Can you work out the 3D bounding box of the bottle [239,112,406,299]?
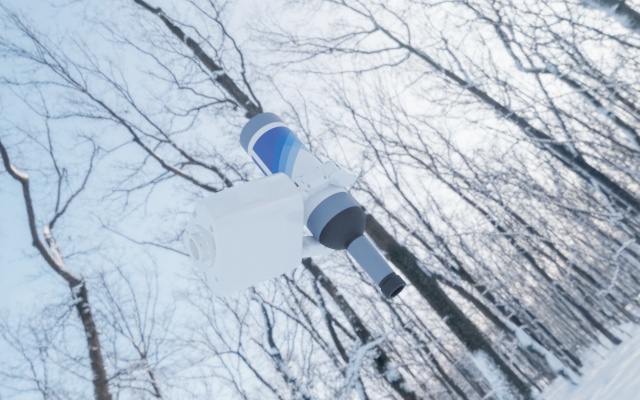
[{"bbox_3d":[0.000,0.002,0.593,0.069,0.069,0.295,0,42,-50],"label":"bottle"}]
